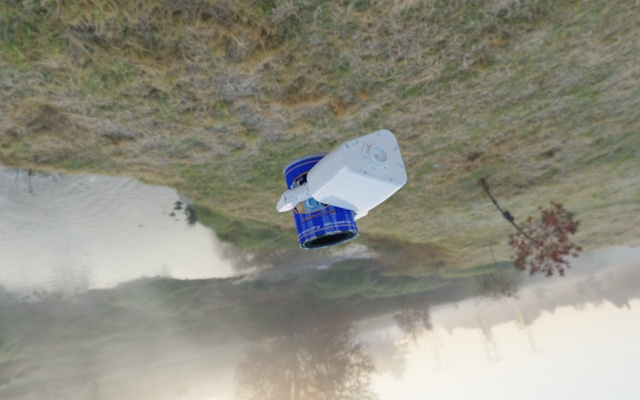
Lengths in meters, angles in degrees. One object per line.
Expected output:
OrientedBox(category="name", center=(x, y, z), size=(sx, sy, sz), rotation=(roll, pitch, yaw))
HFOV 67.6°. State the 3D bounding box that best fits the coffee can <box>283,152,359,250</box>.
OrientedBox(category="coffee can", center=(0.000, 0.003, 0.816), size=(0.103, 0.140, 0.103), rotation=(-12, -16, -4))
